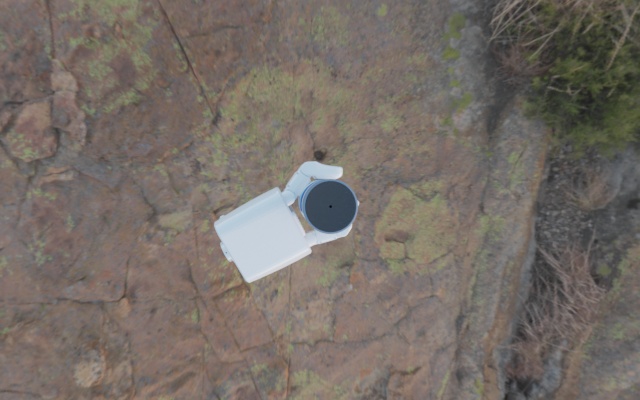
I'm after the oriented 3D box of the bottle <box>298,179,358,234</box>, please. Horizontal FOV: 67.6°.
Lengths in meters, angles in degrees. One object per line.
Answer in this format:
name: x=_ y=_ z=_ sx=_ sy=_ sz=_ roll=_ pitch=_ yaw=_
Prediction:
bottle: x=0.000 y=0.002 z=0.717 sx=0.069 sy=0.069 sz=0.295 roll=0 pitch=2 yaw=-5
